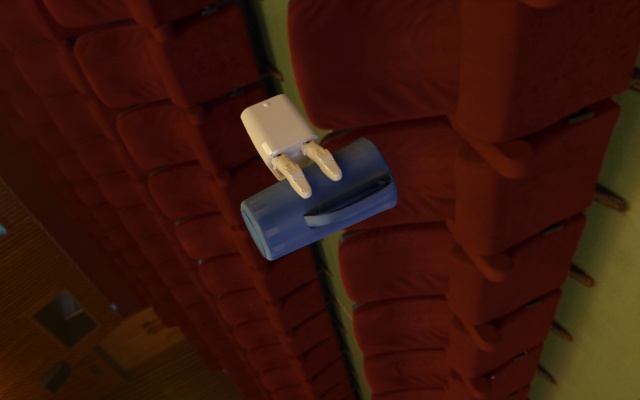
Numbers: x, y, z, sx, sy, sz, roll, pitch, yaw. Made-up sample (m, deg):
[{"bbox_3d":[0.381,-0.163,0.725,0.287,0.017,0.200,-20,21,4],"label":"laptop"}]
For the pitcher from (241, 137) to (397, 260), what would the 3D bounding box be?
[{"bbox_3d":[0.000,0.002,0.789,0.243,0.145,0.149,-26,-23,-14],"label":"pitcher"}]
